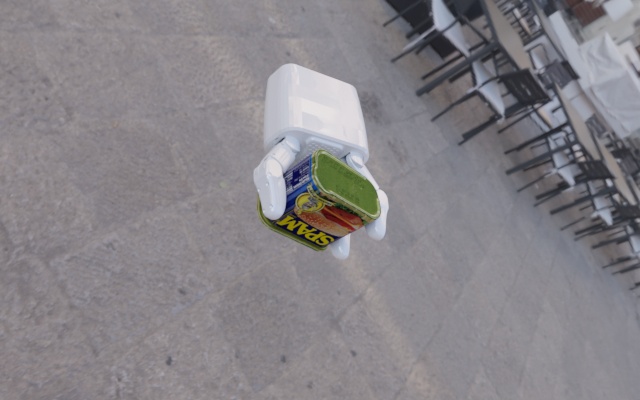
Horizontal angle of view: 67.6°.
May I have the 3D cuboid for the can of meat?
[{"bbox_3d":[0.000,0.001,0.495,0.102,0.057,0.084,29,-46,-35],"label":"can of meat"}]
